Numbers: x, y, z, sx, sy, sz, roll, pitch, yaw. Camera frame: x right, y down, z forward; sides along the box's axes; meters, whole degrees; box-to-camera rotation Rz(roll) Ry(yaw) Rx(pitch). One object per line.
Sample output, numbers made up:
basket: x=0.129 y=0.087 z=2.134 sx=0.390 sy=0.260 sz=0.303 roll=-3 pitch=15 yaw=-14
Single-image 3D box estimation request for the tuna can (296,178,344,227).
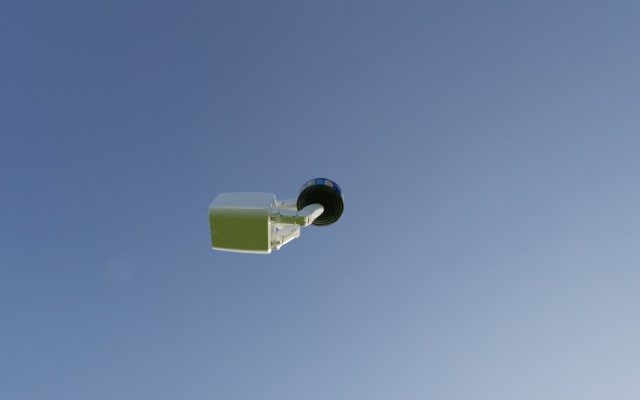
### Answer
tuna can: x=0.000 y=0.003 z=0.870 sx=0.086 sy=0.086 sz=0.033 roll=0 pitch=29 yaw=4
